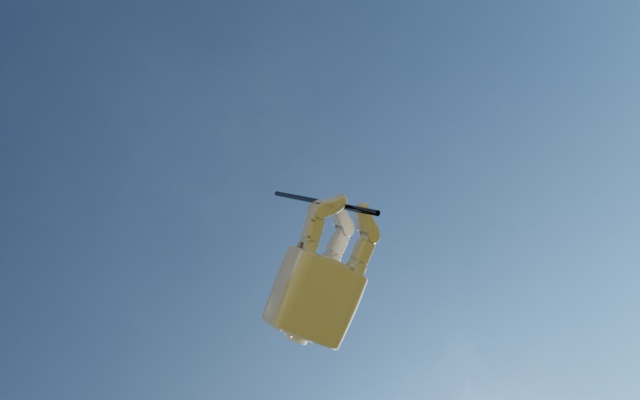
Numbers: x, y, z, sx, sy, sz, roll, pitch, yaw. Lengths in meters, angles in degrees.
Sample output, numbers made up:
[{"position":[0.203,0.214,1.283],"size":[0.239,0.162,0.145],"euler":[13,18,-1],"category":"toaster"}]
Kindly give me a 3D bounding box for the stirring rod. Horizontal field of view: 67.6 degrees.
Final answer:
[{"position":[0.000,0.002,0.703],"size":[0.011,0.011,0.239],"euler":[0,7,-38],"category":"stirring rod"}]
